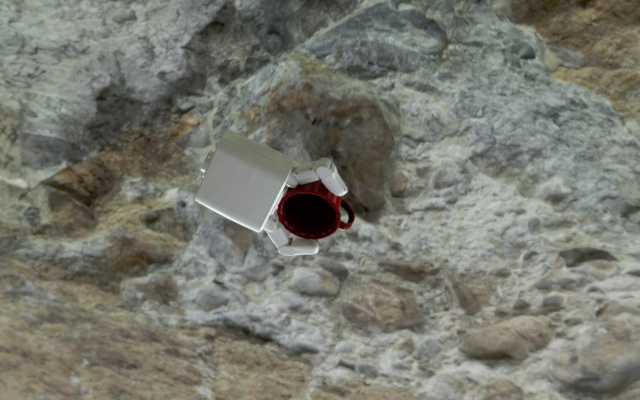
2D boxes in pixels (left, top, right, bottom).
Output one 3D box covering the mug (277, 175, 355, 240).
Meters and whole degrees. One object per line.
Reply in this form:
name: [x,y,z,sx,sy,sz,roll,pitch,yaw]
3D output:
mug: [0.001,0.003,0.713,0.117,0.093,0.081,26,39,-10]
